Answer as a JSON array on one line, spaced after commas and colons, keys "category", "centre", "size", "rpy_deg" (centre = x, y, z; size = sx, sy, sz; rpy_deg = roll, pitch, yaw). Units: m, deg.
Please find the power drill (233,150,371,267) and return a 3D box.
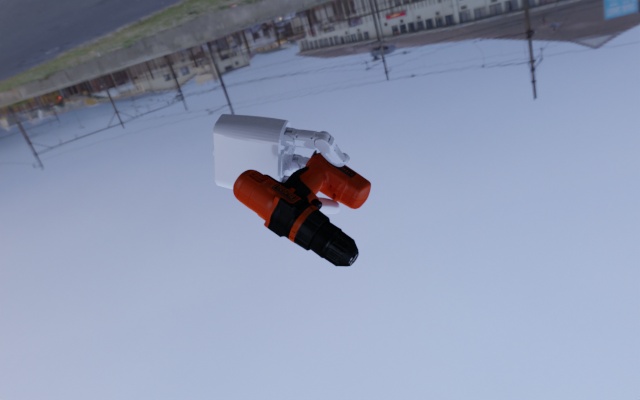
[{"category": "power drill", "centre": [0.000, 0.002, 0.654], "size": [0.184, 0.057, 0.187], "rpy_deg": [35, 29, 14]}]
